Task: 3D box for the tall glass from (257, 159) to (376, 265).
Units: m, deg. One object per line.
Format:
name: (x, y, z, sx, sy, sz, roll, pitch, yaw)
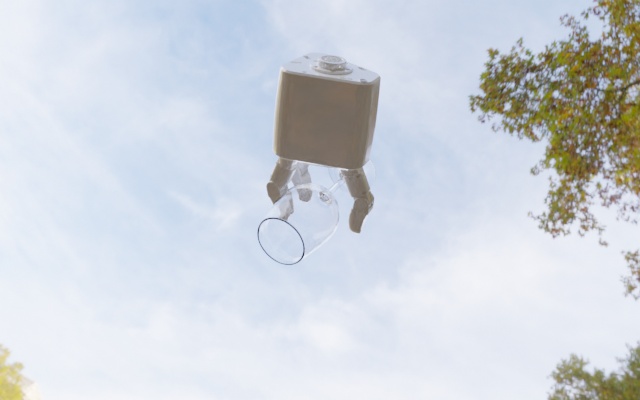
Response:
tall glass: (0.000, 0.002, 0.606, 0.079, 0.079, 0.201, 0, 27, 30)
